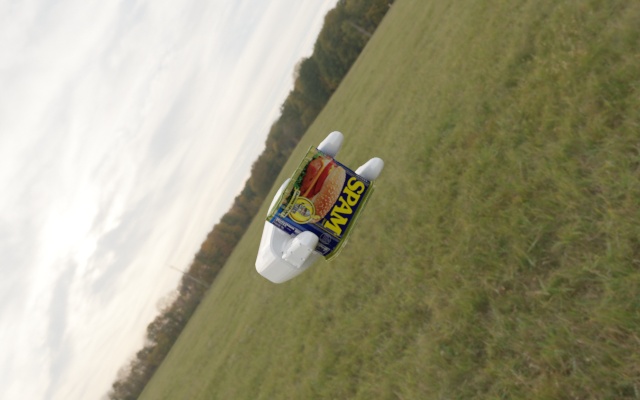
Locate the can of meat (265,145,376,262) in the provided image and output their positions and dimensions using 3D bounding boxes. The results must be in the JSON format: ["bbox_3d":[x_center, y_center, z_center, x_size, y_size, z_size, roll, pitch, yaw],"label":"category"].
[{"bbox_3d":[0.000,0.002,0.524,0.084,0.102,0.057,32,-24,-5],"label":"can of meat"}]
